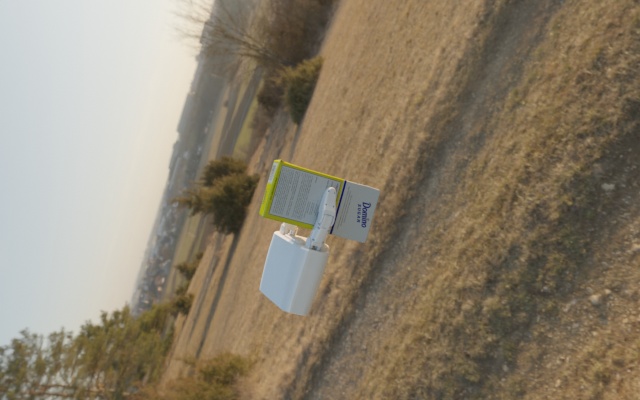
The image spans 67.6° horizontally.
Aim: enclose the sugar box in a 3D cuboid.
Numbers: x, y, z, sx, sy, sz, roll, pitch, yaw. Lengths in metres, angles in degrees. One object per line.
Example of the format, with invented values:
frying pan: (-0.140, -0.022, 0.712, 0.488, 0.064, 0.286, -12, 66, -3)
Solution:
sugar box: (0.000, 0.003, 0.768, 0.176, 0.093, 0.048, 16, 1, -19)
